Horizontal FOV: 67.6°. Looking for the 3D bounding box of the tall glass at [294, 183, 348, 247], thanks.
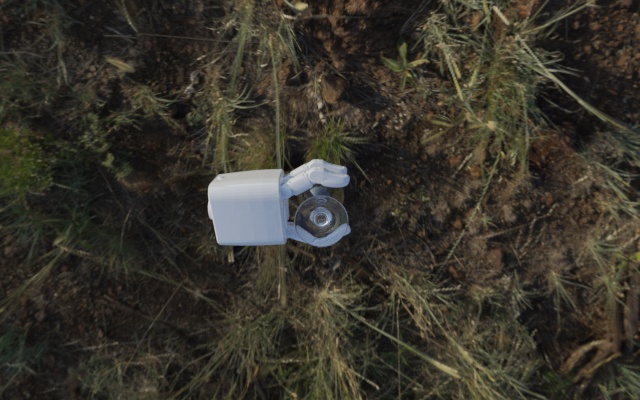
[{"bbox_3d":[0.000,0.003,0.749,0.079,0.079,0.201,0,16,0],"label":"tall glass"}]
